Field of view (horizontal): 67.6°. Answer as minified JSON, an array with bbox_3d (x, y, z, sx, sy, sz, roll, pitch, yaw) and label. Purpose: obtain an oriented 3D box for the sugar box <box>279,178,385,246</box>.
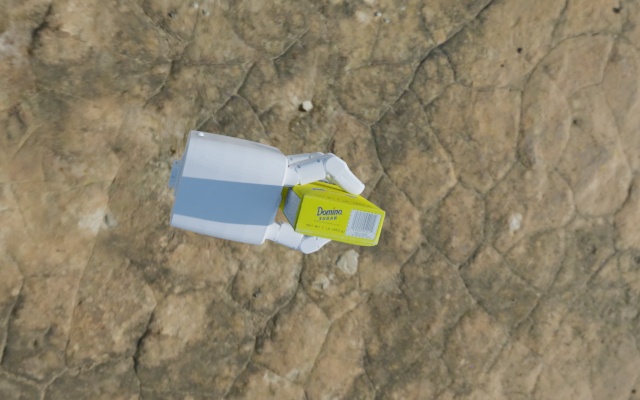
[{"bbox_3d":[0.000,0.001,0.564,0.093,0.048,0.176,12,12,-17],"label":"sugar box"}]
